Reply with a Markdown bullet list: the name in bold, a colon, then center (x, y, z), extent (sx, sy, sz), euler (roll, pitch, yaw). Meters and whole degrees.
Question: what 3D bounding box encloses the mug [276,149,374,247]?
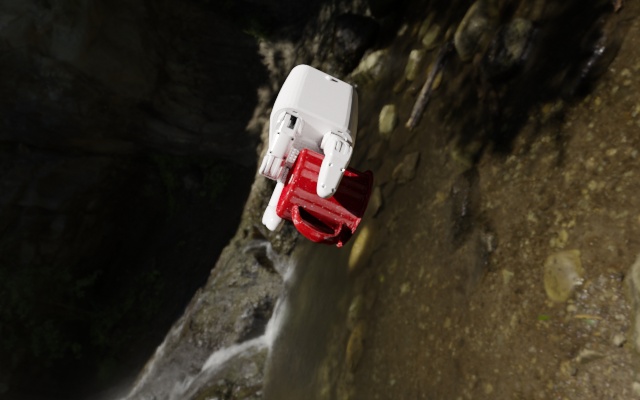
- **mug**: center (0.000, 0.003, 0.518), extent (0.081, 0.093, 0.117), euler (22, 40, -10)
